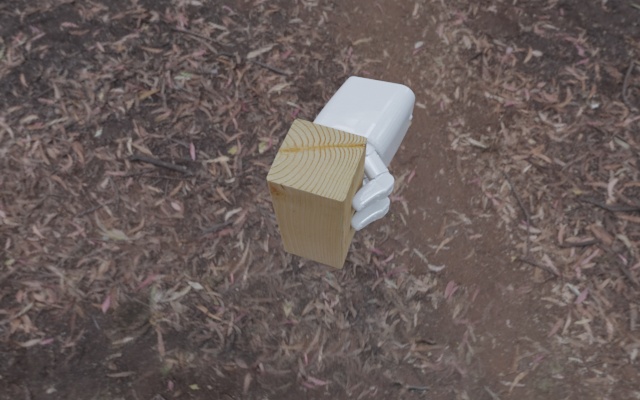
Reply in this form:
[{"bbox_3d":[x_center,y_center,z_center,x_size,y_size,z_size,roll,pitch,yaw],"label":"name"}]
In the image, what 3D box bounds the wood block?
[{"bbox_3d":[0.000,0.002,0.613,0.091,0.090,0.206,17,-26,11],"label":"wood block"}]
